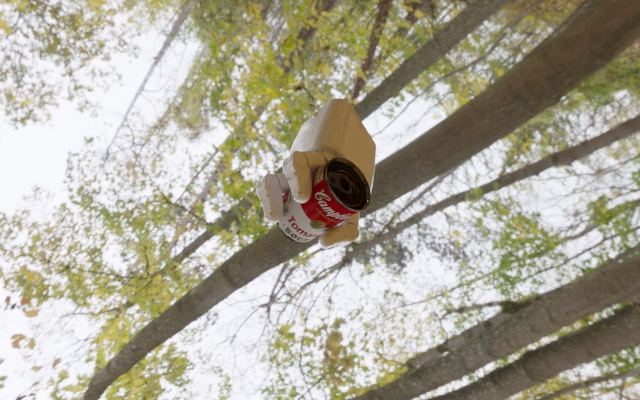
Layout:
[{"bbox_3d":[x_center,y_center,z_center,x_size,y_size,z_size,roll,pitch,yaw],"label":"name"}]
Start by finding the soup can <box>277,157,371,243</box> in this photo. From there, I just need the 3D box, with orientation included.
[{"bbox_3d":[0.000,0.002,0.570,0.068,0.068,0.102,0,-25,-45],"label":"soup can"}]
